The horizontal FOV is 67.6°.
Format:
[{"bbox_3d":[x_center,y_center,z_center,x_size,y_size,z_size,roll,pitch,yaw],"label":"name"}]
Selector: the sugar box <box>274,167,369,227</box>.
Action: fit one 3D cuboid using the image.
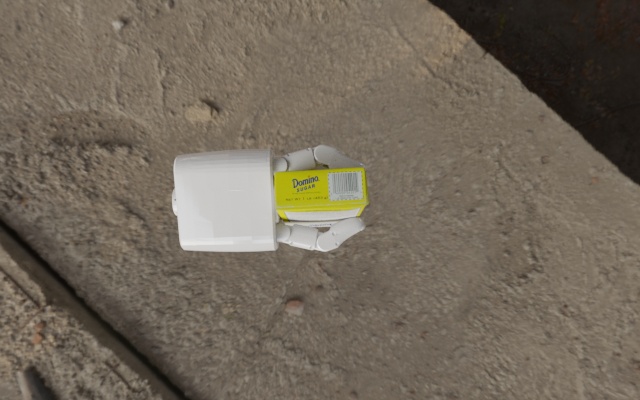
[{"bbox_3d":[0.000,0.001,0.553,0.093,0.048,0.176,-2,-7,-1],"label":"sugar box"}]
